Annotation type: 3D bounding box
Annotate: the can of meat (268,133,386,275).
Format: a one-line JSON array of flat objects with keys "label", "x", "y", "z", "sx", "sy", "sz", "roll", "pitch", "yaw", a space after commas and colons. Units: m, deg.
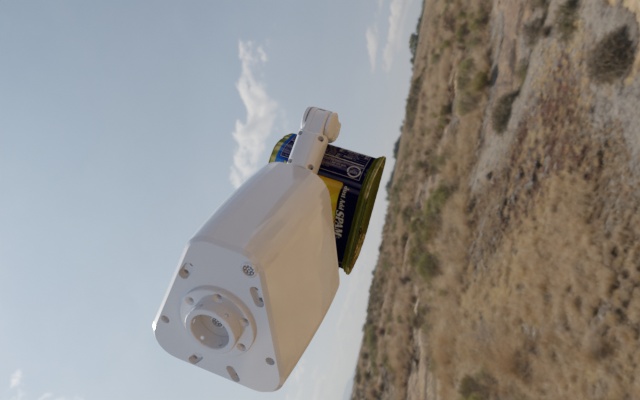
[{"label": "can of meat", "x": 0.000, "y": 0.001, "z": 0.401, "sx": 0.084, "sy": 0.102, "sz": 0.057, "roll": 18, "pitch": 33, "yaw": 11}]
